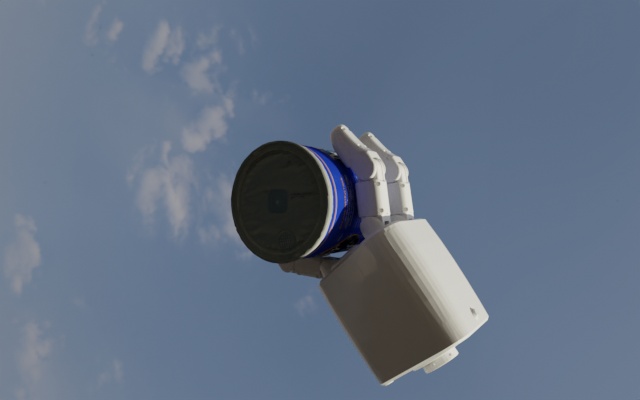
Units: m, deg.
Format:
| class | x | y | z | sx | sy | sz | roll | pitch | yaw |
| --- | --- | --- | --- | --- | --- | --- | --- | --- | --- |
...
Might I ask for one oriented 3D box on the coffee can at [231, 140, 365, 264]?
| class | x | y | z | sx | sy | sz | roll | pitch | yaw |
| --- | --- | --- | --- | --- | --- | --- | --- | --- | --- |
| coffee can | 0.000 | 0.001 | 0.455 | 0.103 | 0.103 | 0.140 | 0 | 0 | 32 |
